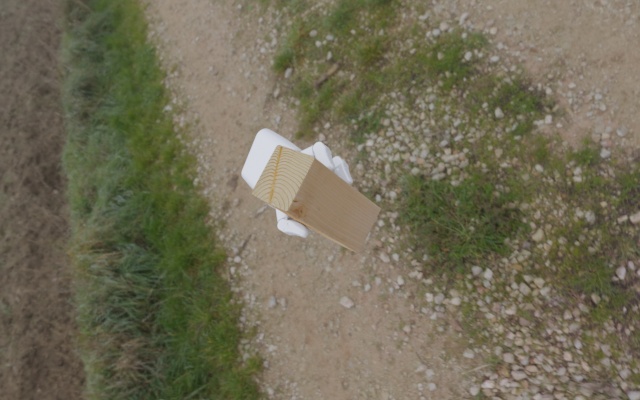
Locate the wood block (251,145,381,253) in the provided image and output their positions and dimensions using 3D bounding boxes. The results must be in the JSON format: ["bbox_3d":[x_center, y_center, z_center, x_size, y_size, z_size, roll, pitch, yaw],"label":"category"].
[{"bbox_3d":[0.000,0.003,0.783,0.090,0.091,0.206,24,-6,42],"label":"wood block"}]
